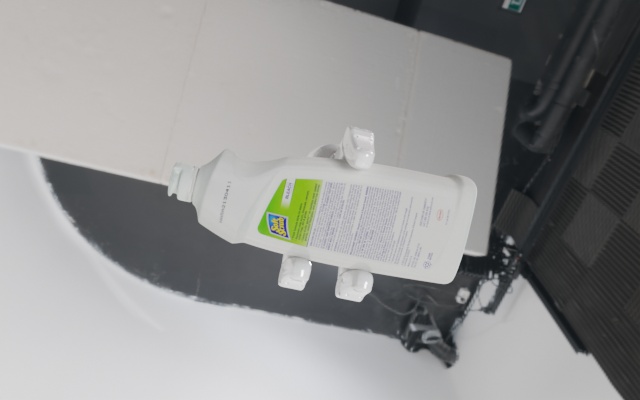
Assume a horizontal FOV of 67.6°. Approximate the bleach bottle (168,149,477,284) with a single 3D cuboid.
[{"bbox_3d":[0.000,0.001,0.414,0.251,0.102,0.068,13,3,-9],"label":"bleach bottle"}]
